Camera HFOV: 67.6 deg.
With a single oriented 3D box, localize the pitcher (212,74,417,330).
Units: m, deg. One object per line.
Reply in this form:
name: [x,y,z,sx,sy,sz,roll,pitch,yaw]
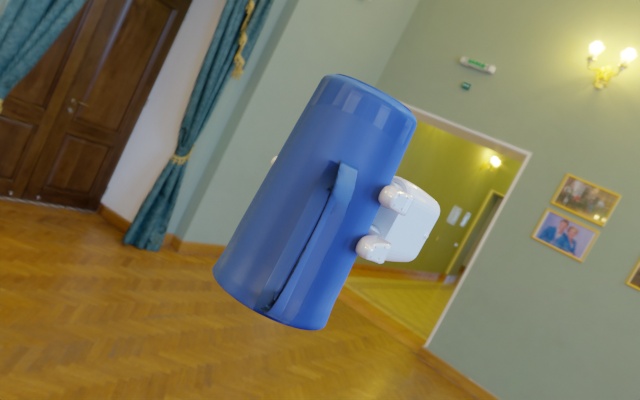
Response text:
pitcher: [0.000,0.002,0.486,0.149,0.243,0.145,31,7,36]
